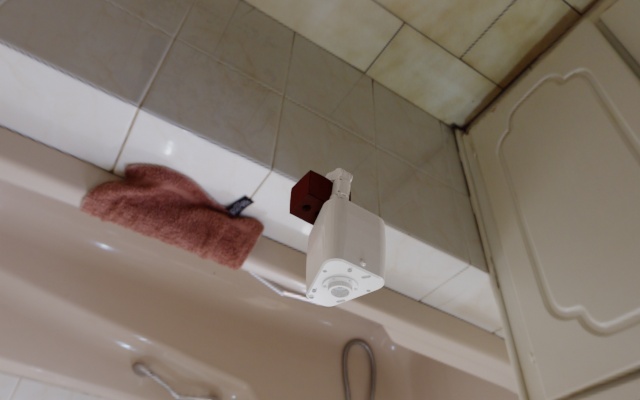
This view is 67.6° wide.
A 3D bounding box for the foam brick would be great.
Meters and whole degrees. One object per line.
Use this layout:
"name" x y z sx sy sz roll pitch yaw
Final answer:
"foam brick" 0.000 0.002 0.706 0.078 0.051 0.053 27 -47 -22
